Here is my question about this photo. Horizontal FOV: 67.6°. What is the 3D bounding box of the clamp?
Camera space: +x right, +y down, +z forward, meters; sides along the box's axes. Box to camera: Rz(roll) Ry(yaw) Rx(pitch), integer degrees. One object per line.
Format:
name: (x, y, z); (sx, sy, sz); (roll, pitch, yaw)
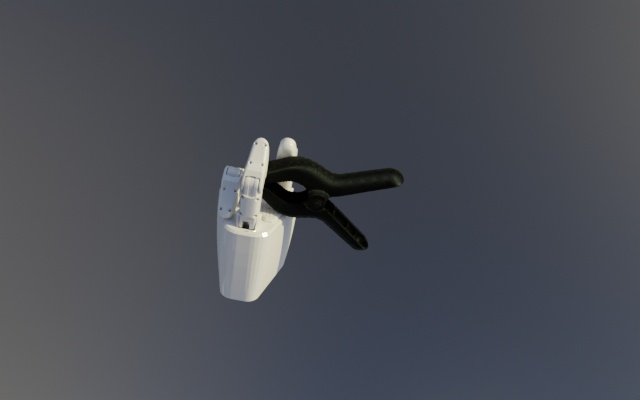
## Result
clamp: (0.000, 0.002, 0.556); (0.171, 0.120, 0.039); (11, 31, -1)
